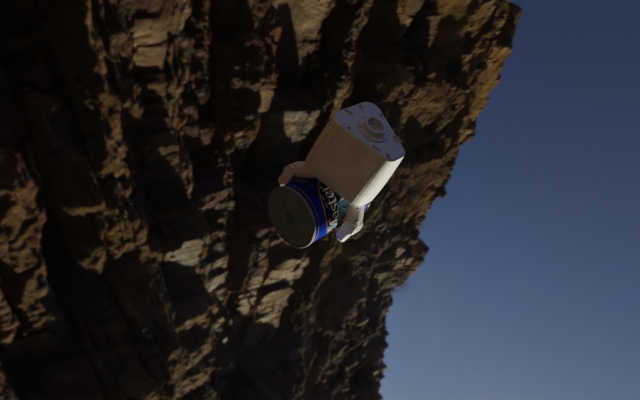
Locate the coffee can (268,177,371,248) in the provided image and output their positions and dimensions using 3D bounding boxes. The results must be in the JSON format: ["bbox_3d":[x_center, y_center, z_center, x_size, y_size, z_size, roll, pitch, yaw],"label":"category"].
[{"bbox_3d":[0.000,0.003,0.780,0.140,0.103,0.103,-27,18,-39],"label":"coffee can"}]
